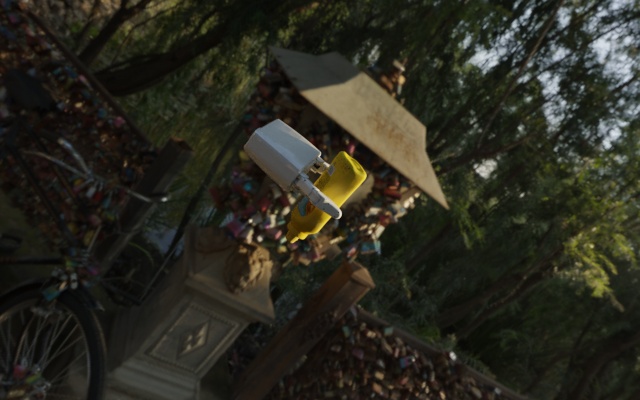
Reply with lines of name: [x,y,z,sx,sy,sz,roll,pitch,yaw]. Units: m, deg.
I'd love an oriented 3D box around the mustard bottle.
mustard bottle: [0.001,0.003,0.875,0.058,0.192,0.096,35,15,-23]
